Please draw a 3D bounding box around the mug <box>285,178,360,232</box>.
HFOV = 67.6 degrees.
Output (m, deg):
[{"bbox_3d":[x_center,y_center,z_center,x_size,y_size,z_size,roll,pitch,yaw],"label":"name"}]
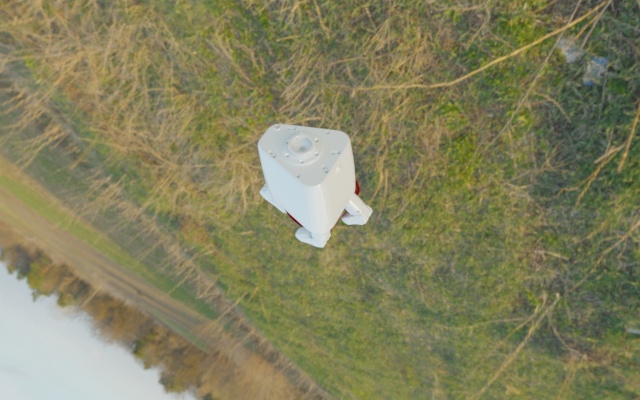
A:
[{"bbox_3d":[0.000,0.003,0.717,0.093,0.081,0.117,23,-27,21],"label":"mug"}]
